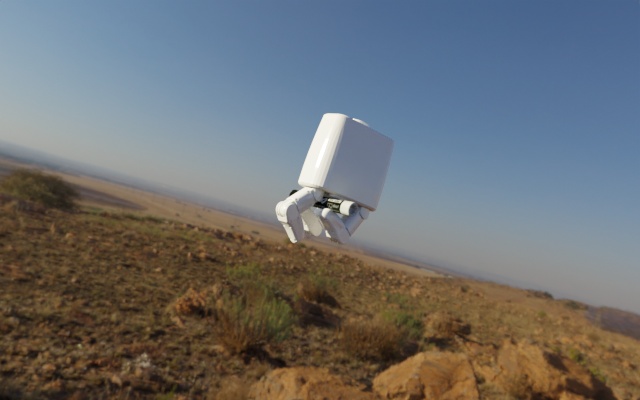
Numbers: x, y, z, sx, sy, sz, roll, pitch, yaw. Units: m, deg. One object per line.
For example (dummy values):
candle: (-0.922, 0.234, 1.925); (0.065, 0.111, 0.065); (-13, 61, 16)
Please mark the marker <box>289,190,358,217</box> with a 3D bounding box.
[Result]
marker: (0.000, 0.002, 0.650); (0.020, 0.020, 0.121); (0, 9, -45)
